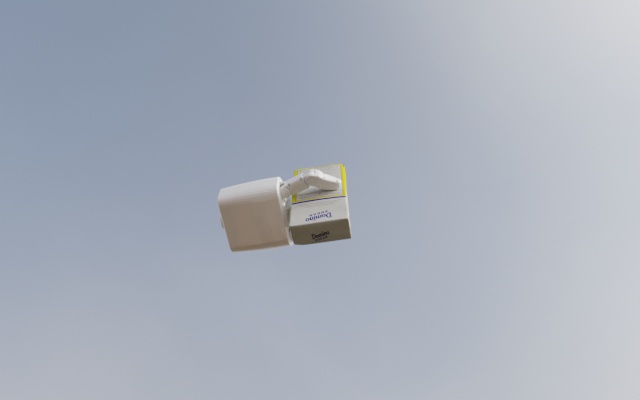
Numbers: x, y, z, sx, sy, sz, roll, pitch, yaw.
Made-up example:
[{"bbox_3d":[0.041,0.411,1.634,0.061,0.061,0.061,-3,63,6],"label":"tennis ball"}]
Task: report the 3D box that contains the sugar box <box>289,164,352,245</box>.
[{"bbox_3d":[0.000,0.003,0.796,0.093,0.048,0.176,-8,35,5],"label":"sugar box"}]
